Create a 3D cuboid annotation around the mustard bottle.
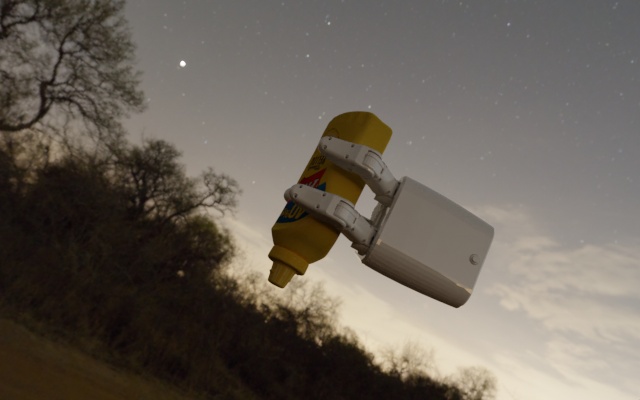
[{"bbox_3d":[0.000,0.001,0.490,0.058,0.191,0.096,36,-19,-24],"label":"mustard bottle"}]
